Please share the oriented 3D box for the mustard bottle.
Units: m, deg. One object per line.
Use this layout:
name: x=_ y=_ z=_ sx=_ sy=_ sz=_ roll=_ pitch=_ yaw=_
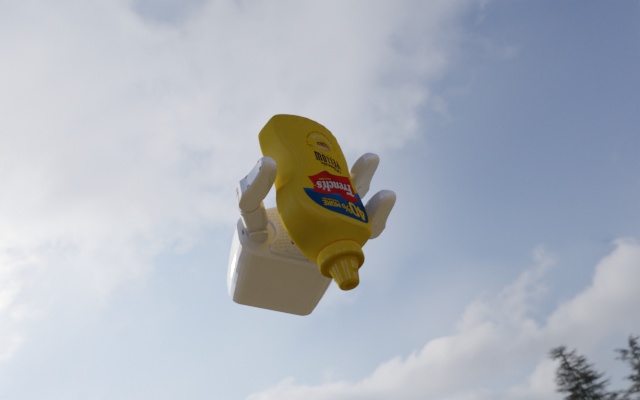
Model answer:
mustard bottle: x=0.000 y=0.001 z=0.457 sx=0.096 sy=0.191 sz=0.058 roll=22 pitch=-54 yaw=-38
